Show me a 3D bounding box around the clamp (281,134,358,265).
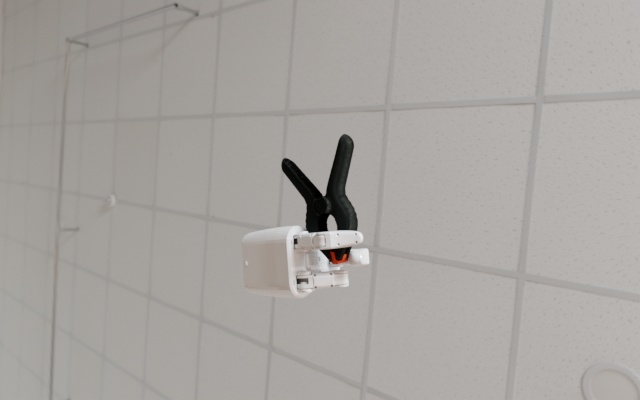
[{"bbox_3d":[0.001,0.002,0.660,0.120,0.171,0.039,-7,-5,41],"label":"clamp"}]
